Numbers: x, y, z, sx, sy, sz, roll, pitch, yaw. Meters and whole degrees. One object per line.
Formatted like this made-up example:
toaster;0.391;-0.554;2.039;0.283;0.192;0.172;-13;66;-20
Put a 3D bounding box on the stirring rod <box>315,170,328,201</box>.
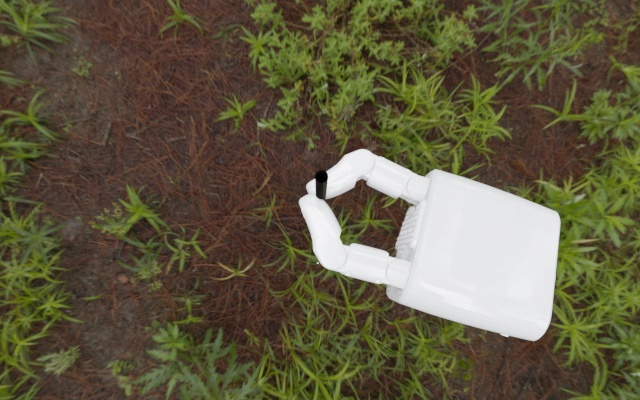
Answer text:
stirring rod;0.000;0.001;0.403;0.011;0.011;0.239;0;-7;0
